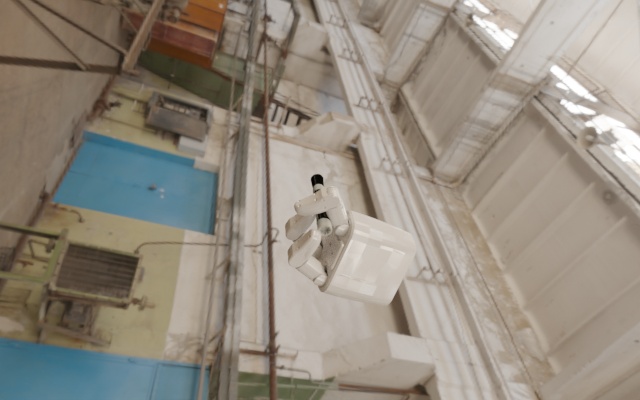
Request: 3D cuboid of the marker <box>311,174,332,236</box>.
[{"bbox_3d":[0.000,0.002,0.653,0.020,0.020,0.121,0,37,-7],"label":"marker"}]
